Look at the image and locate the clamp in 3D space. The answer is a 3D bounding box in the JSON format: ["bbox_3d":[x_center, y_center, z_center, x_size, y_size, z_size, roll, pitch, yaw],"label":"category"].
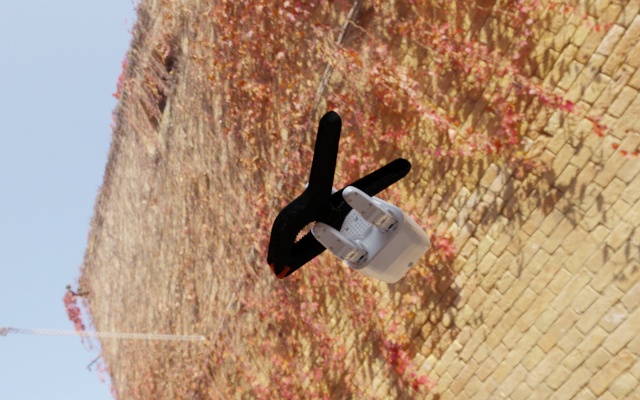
[{"bbox_3d":[-0.001,0.002,0.554,0.165,0.210,0.036,33,12,-49],"label":"clamp"}]
